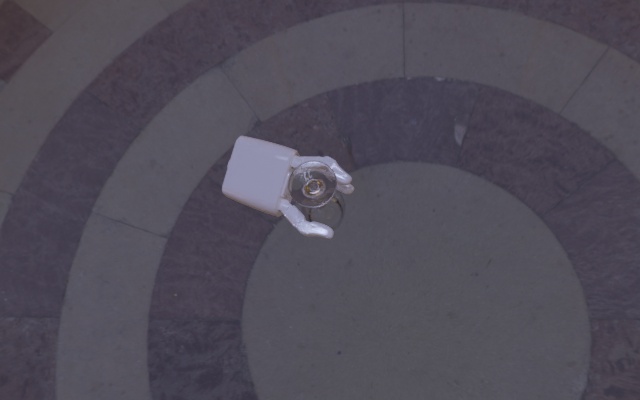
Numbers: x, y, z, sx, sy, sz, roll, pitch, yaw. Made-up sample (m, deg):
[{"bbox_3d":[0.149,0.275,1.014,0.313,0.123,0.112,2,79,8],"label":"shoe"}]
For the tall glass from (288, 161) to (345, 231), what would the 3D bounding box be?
[{"bbox_3d":[0.000,0.003,0.804,0.079,0.079,0.201,0,-16,8],"label":"tall glass"}]
